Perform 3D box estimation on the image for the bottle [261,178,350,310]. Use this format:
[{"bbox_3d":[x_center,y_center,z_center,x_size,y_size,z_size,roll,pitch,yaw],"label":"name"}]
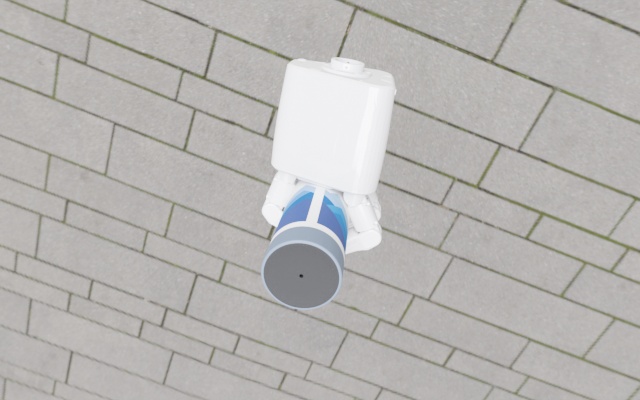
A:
[{"bbox_3d":[0.000,0.002,0.517,0.069,0.069,0.295,0,24,7],"label":"bottle"}]
